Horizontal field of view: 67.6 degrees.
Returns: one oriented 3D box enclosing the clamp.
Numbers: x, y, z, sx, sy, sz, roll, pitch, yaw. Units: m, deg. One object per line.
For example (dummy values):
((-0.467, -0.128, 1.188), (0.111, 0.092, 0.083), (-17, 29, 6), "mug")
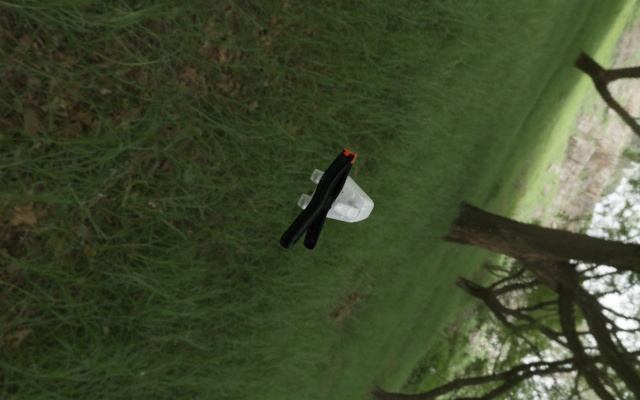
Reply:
((0.001, 0.003, 0.861), (0.036, 0.210, 0.164), (30, 8, 14), "clamp")
